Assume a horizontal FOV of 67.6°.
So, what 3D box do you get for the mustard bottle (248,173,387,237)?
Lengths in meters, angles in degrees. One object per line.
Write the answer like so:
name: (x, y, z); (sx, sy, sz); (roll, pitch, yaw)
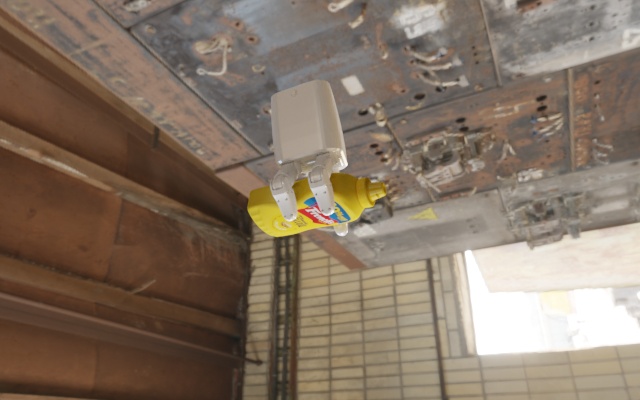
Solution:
mustard bottle: (0.000, 0.003, 0.676); (0.191, 0.058, 0.096); (-13, -37, 24)
